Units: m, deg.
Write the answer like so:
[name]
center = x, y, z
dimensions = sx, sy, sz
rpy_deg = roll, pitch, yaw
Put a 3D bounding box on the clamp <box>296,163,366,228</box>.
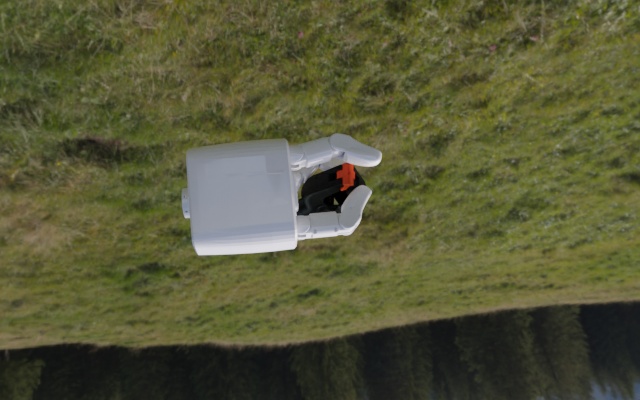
[clamp]
center = 0.000, 0.002, 0.596
dimensions = 0.120, 0.039, 0.171
rpy_deg = -4, -24, -8
